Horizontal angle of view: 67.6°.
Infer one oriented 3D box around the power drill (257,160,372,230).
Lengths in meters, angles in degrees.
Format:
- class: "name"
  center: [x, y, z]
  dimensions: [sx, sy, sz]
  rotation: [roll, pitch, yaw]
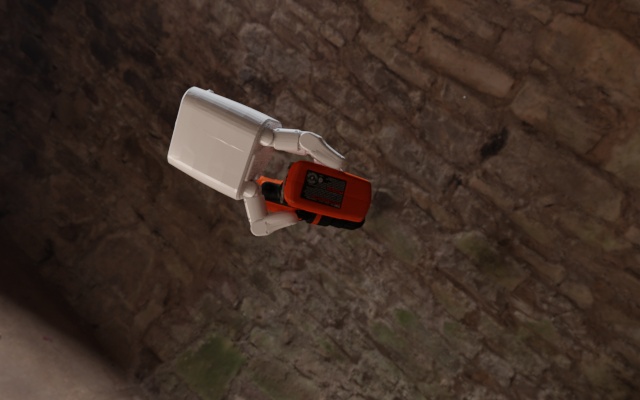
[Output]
- class: "power drill"
  center: [0.000, 0.002, 0.646]
  dimensions: [0.184, 0.057, 0.187]
  rotation: [14, -10, -15]
